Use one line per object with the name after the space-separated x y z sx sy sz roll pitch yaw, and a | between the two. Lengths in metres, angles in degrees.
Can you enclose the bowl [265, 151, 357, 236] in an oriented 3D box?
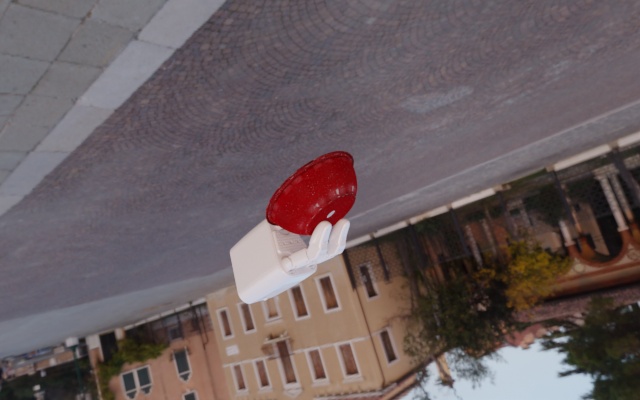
0.001 0.002 0.710 0.162 0.055 0.162 -32 -23 -16 | bowl
